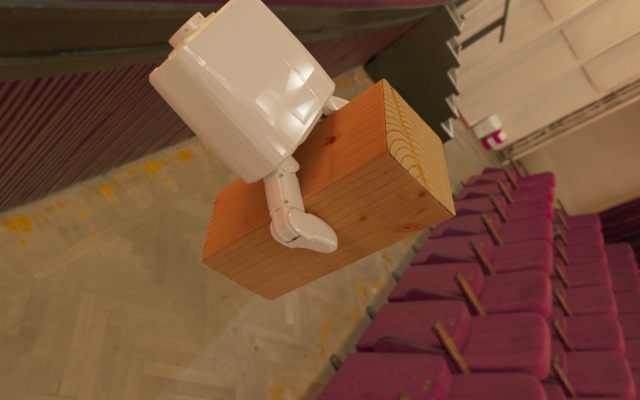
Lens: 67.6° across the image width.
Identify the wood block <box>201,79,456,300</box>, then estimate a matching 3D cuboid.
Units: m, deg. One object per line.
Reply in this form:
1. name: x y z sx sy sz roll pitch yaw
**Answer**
1. wood block: 0.000 0.001 0.423 0.206 0.090 0.090 -30 -51 32
